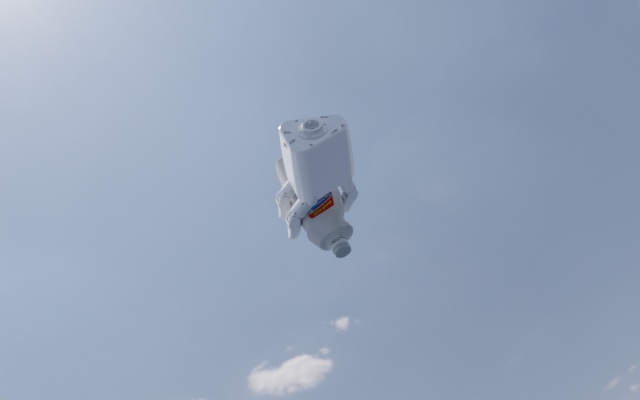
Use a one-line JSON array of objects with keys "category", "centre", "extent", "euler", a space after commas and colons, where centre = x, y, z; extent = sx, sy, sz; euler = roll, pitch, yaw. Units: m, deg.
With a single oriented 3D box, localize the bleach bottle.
[{"category": "bleach bottle", "centre": [0.000, 0.003, 0.866], "extent": [0.102, 0.068, 0.250], "euler": [-20, 45, -11]}]
